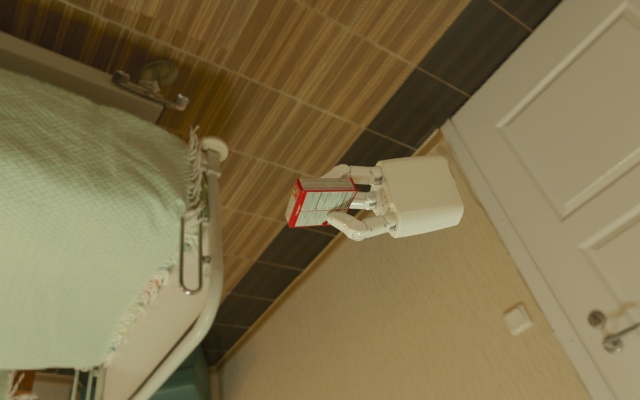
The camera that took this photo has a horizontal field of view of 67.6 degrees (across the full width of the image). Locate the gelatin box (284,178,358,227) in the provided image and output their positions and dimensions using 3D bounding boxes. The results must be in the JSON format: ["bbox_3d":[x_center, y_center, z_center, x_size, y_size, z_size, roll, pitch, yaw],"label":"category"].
[{"bbox_3d":[0.000,0.003,0.687,0.089,0.030,0.073,-2,-44,-26],"label":"gelatin box"}]
